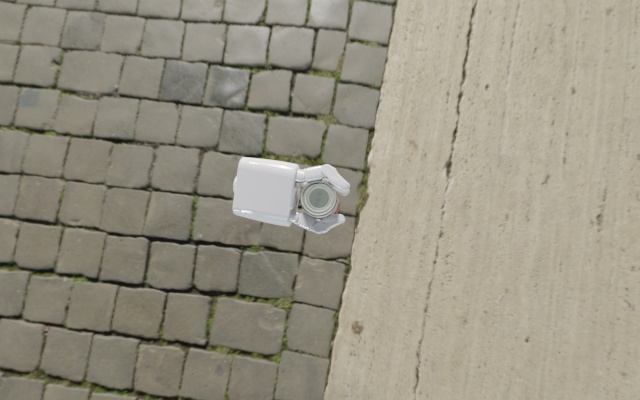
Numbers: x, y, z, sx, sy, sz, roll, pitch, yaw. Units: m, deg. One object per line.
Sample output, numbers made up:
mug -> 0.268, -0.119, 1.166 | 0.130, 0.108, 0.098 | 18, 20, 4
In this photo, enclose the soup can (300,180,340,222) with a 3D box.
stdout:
soup can -> 0.001, 0.003, 0.890 | 0.068, 0.068, 0.102 | 0, -9, 4
